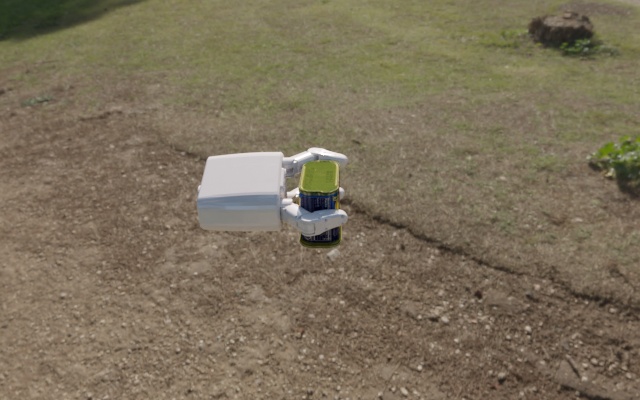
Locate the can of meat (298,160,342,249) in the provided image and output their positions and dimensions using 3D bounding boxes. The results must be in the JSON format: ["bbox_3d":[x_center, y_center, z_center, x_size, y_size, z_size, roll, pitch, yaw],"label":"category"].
[{"bbox_3d":[0.000,0.002,0.648,0.057,0.084,0.102,0,29,3],"label":"can of meat"}]
